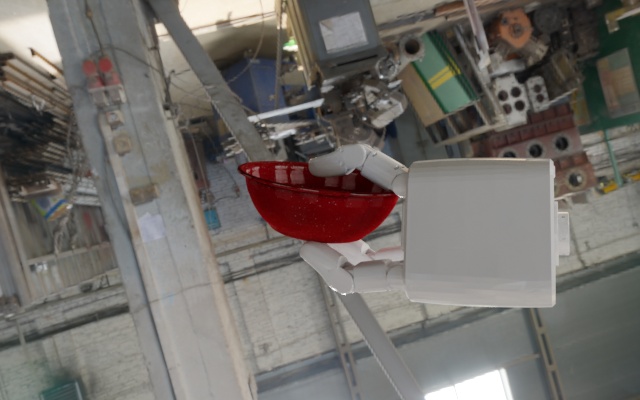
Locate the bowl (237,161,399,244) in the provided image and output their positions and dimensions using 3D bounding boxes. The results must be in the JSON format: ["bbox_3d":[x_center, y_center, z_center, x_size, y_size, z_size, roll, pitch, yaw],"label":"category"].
[{"bbox_3d":[-0.001,0.002,0.457,0.162,0.055,0.162,7,12,-1],"label":"bowl"}]
